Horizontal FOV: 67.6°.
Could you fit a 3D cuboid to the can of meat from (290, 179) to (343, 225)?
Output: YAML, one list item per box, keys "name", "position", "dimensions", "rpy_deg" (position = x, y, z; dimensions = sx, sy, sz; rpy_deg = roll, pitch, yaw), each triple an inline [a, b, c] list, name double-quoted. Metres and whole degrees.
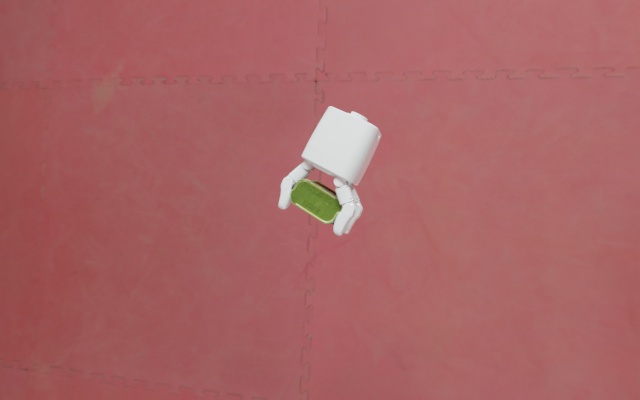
- name: "can of meat"
  position: [0.000, 0.003, 0.878]
  dimensions: [0.102, 0.057, 0.084]
  rpy_deg: [32, 4, 12]
